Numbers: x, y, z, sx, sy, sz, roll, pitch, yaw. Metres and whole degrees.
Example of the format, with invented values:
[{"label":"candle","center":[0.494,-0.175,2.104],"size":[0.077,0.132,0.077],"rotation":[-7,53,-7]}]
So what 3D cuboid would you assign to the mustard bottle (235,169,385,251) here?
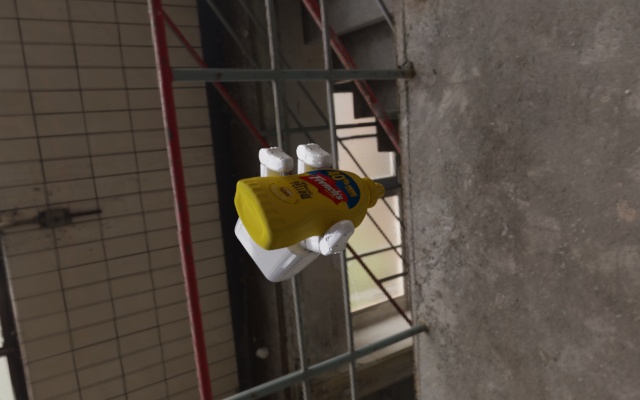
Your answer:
[{"label":"mustard bottle","center":[0.000,0.002,0.584],"size":[0.191,0.058,0.096],"rotation":[-10,42,-32]}]
